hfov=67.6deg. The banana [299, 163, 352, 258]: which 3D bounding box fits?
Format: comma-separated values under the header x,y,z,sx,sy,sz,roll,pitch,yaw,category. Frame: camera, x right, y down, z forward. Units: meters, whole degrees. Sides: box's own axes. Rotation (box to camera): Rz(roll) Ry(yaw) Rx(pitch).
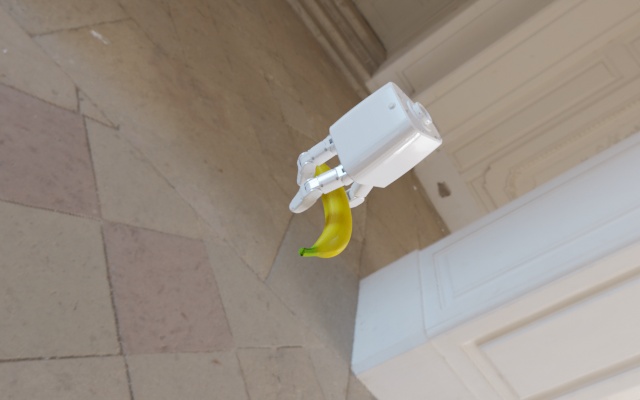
x,y,z,sx,sy,sz,roll,pitch,yaw,category
0.014,0.014,0.676,0.070,0.197,0.037,36,-57,-22,banana
